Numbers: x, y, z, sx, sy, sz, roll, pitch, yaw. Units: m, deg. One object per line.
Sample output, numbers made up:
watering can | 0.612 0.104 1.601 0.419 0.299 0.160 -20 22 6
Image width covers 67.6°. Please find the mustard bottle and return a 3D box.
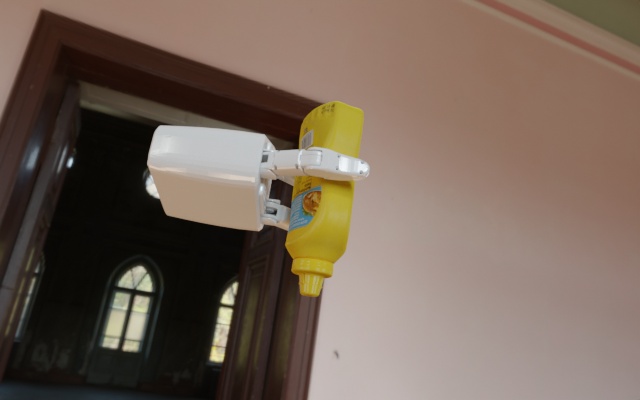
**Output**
mustard bottle | 0.000 0.001 0.492 0.058 0.191 0.096 15 -19 -23
